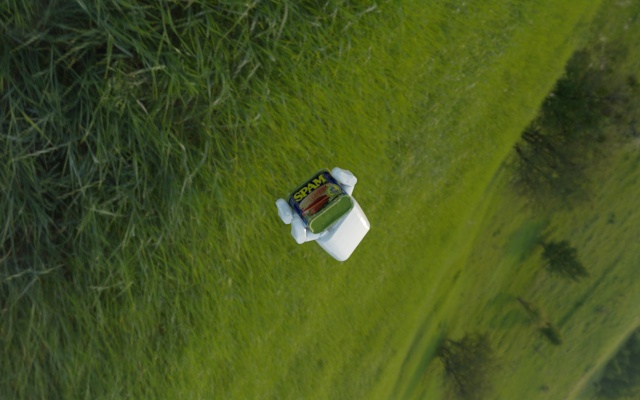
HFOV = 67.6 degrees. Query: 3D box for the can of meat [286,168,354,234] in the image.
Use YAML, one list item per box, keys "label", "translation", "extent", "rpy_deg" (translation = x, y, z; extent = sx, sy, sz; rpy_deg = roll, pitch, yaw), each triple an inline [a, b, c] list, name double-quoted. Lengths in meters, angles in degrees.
- label: "can of meat"
  translation: [0.000, 0.003, 0.894]
  extent: [0.102, 0.084, 0.057]
  rpy_deg: [-37, -38, -2]
